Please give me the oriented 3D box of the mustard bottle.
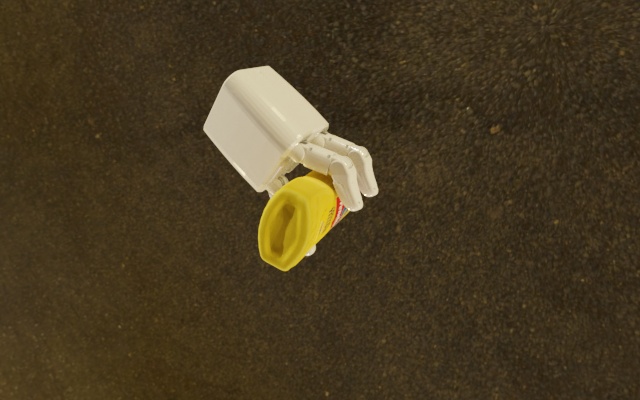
[{"bbox_3d":[0.000,0.002,0.563,0.058,0.096,0.191,25,27,15],"label":"mustard bottle"}]
